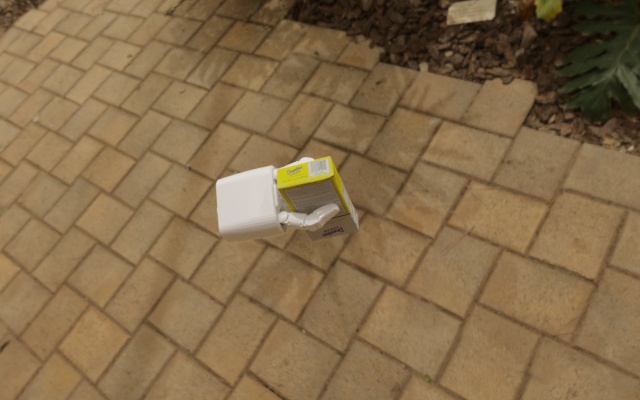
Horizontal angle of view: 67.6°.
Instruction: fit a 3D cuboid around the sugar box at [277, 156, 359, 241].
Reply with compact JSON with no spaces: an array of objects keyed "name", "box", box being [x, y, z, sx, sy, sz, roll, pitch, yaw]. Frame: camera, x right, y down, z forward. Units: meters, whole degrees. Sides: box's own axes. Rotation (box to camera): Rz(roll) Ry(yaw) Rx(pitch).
[{"name":"sugar box","box":[0.000,0.002,0.812,0.093,0.048,0.176,-12,-34,12]}]
